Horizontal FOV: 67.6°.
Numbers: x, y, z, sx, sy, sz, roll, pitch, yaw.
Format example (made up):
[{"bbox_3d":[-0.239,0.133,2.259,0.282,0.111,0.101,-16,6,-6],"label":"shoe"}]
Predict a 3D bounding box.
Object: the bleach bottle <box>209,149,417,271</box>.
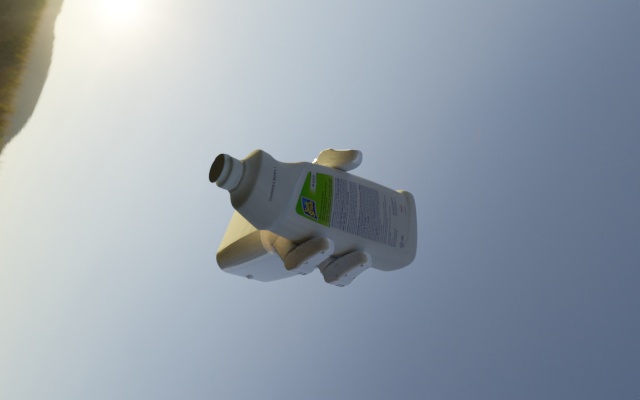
[{"bbox_3d":[0.000,0.002,0.509,0.251,0.102,0.068,22,-33,-36],"label":"bleach bottle"}]
